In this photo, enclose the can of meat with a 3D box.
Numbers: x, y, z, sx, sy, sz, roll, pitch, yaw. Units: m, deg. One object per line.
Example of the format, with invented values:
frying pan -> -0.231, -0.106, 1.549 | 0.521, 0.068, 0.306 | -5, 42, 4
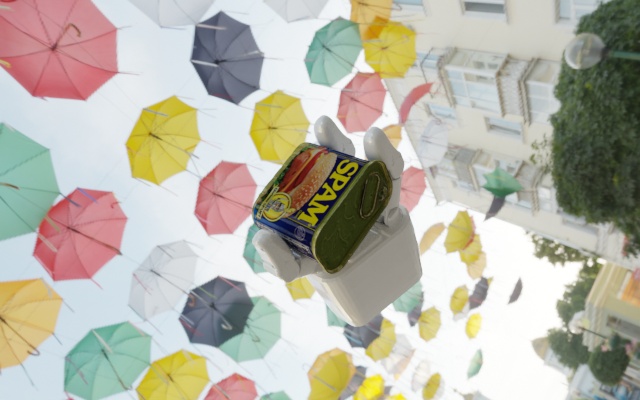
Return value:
can of meat -> 0.000, 0.001, 0.423 | 0.084, 0.102, 0.057 | 22, -24, 38
